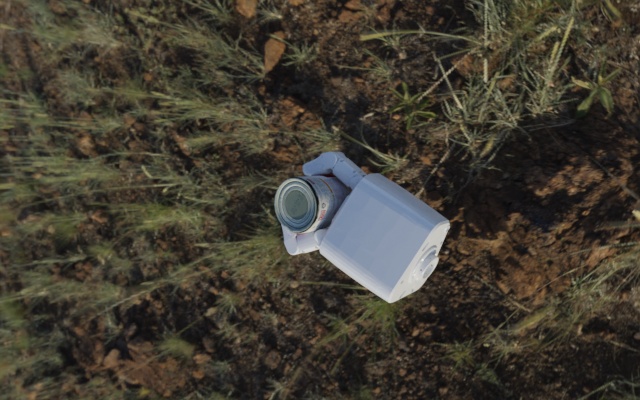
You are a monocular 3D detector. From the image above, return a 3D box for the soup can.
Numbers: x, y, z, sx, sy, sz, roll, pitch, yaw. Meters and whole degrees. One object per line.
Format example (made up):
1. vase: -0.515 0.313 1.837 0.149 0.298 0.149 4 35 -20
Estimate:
1. soup can: 0.000 0.002 0.597 0.068 0.068 0.102 0 4 37
